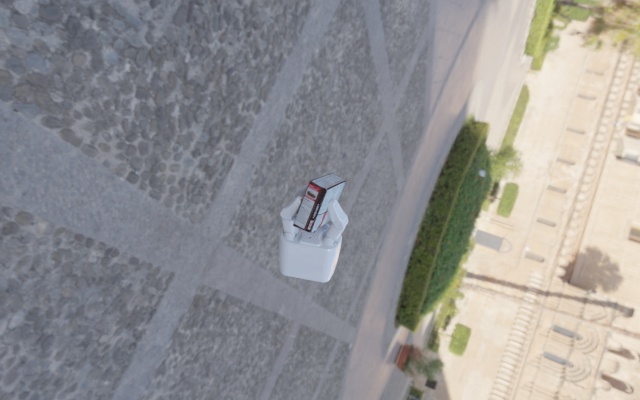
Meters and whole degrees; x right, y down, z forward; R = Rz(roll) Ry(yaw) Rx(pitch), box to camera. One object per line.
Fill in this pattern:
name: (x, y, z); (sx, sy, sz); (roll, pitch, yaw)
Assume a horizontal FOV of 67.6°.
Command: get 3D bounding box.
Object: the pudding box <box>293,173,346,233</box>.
pudding box: (0.000, 0.003, 0.867); (0.039, 0.090, 0.113); (25, 17, 13)
